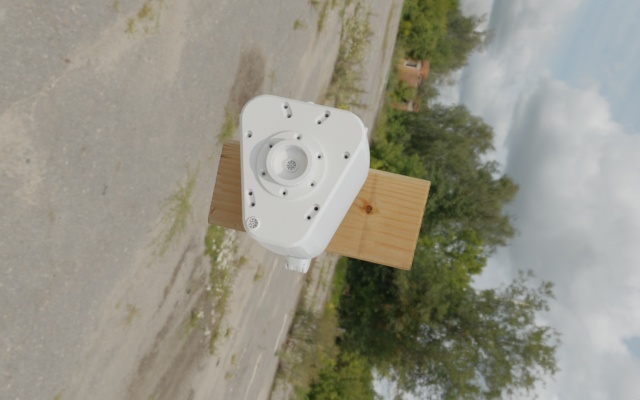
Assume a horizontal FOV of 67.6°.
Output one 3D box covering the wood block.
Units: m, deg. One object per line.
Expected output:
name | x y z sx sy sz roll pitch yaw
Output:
wood block | 0.000 0.002 0.506 0.206 0.091 0.090 13 3 7
